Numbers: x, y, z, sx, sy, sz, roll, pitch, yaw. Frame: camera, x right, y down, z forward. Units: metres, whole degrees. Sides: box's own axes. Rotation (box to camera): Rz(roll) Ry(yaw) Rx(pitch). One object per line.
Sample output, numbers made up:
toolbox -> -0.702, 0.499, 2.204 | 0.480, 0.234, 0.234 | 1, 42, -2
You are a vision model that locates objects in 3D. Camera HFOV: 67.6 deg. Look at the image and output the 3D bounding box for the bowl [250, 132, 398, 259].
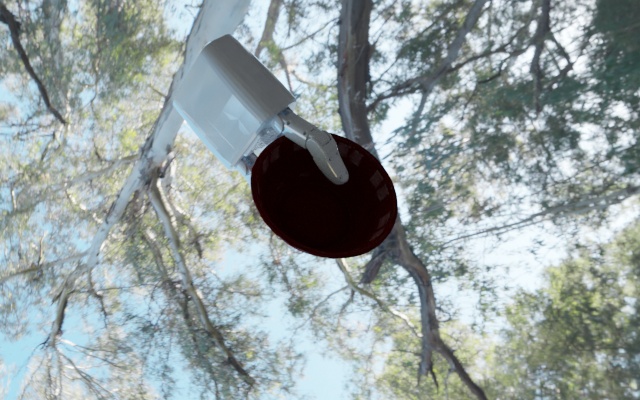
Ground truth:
bowl -> 0.001, 0.003, 0.523 | 0.162, 0.162, 0.055 | 0, -33, -18
